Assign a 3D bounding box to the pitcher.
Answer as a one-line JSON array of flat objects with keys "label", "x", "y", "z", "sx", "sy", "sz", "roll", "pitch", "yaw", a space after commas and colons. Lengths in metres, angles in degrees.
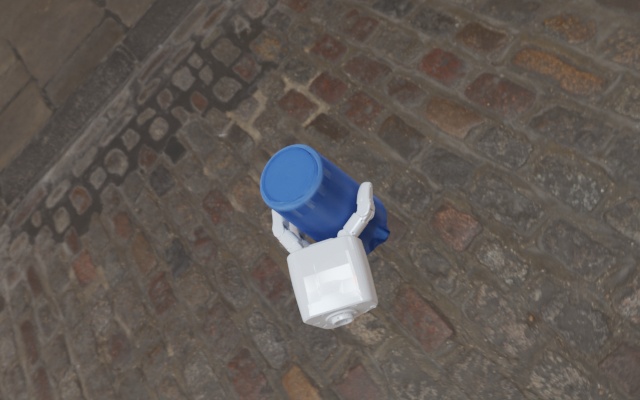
[{"label": "pitcher", "x": 0.000, "y": 0.003, "z": 0.795, "sx": 0.149, "sy": 0.145, "sz": 0.243, "roll": -25, "pitch": -31, "yaw": 19}]
